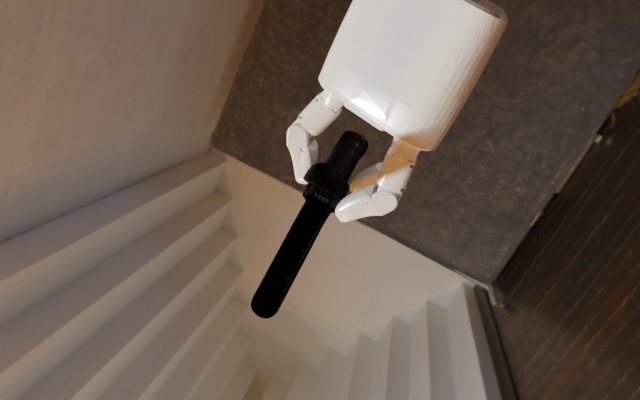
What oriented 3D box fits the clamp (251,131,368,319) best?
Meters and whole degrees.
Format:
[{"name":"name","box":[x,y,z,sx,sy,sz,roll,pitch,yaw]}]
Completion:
[{"name":"clamp","box":[0.000,0.001,0.443,0.036,0.165,0.210,28,31,2]}]
